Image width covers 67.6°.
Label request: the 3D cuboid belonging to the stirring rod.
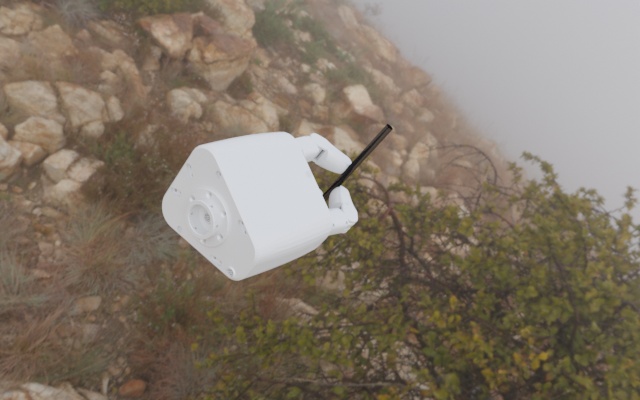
[{"bbox_3d":[0.000,0.002,0.542,0.011,0.011,0.240,0,-39,-48],"label":"stirring rod"}]
